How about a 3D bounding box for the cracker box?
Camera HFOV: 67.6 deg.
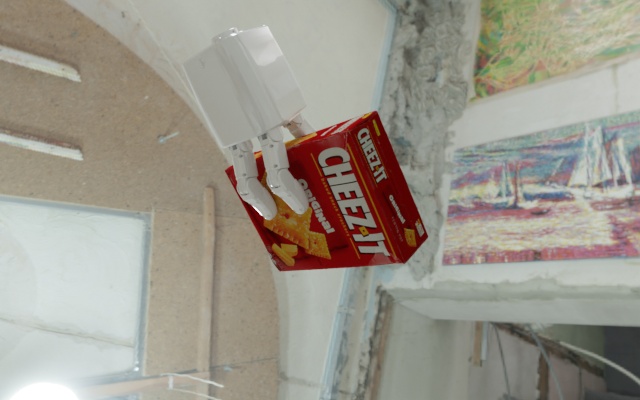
[{"bbox_3d":[0.000,0.002,0.589,0.214,0.164,0.072,-11,21,43],"label":"cracker box"}]
